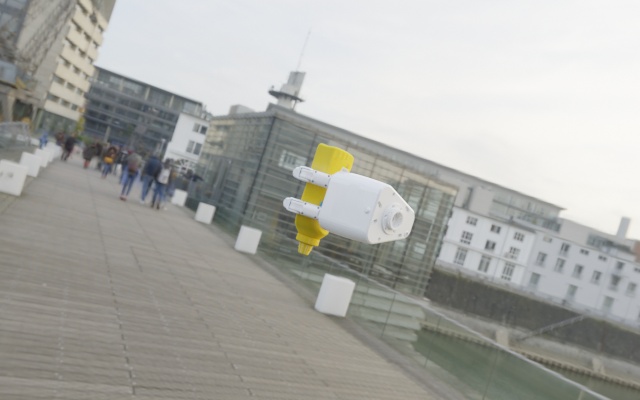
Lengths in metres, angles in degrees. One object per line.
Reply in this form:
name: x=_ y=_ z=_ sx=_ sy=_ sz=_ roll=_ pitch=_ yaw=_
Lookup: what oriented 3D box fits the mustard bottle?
mustard bottle: x=0.000 y=0.002 z=0.837 sx=0.058 sy=0.191 sz=0.096 roll=18 pitch=-1 yaw=22
